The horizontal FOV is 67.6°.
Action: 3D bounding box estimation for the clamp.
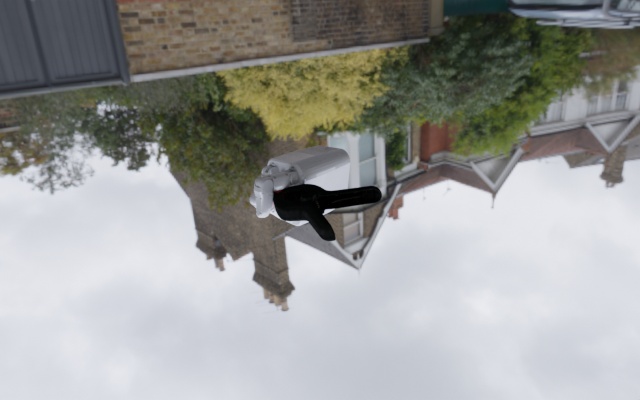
[{"bbox_3d":[0.000,0.003,0.684,0.120,0.039,0.171,-26,30,-33],"label":"clamp"}]
